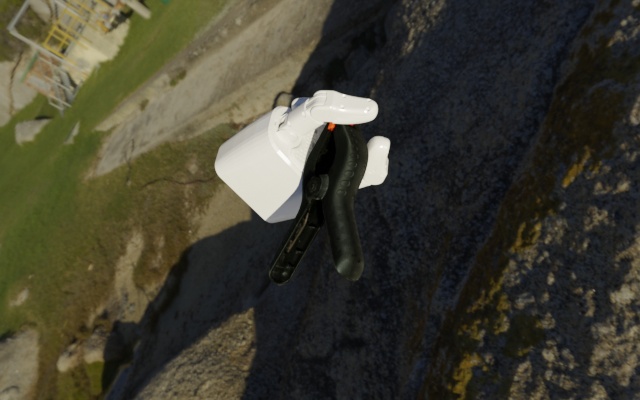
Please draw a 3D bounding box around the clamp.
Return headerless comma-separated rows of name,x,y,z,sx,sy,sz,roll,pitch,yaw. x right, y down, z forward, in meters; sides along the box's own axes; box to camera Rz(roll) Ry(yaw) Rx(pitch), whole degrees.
clamp,0.000,0.001,0.441,0.039,0.171,0.120,31,-36,-34
